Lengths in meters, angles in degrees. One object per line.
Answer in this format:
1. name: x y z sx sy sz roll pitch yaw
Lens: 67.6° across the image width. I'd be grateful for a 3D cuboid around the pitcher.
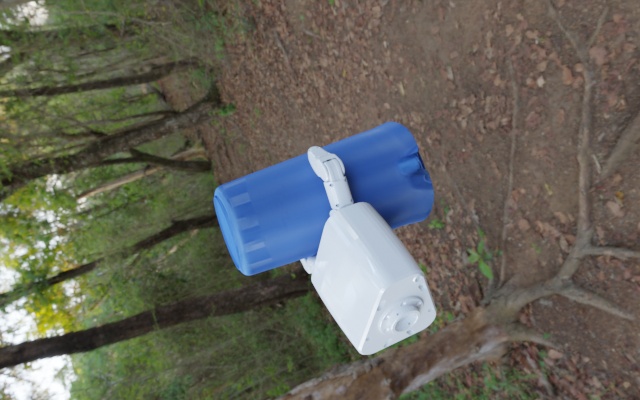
1. pitcher: 0.000 0.002 0.587 0.243 0.149 0.145 -19 42 -18
